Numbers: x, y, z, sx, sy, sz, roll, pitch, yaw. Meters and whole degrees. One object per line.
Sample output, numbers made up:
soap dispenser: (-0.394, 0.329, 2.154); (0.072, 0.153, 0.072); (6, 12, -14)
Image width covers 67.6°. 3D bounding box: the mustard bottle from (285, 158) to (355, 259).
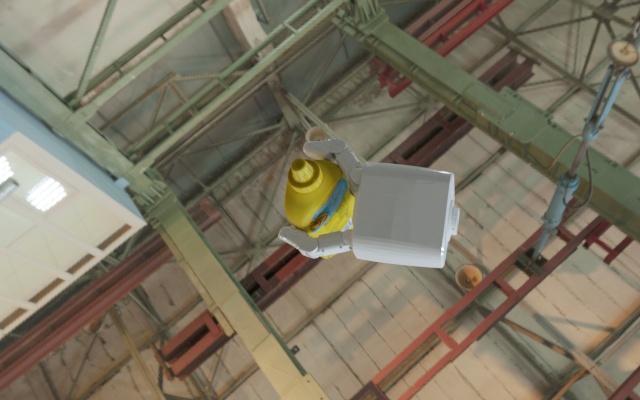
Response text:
mustard bottle: (0.000, 0.002, 0.623); (0.058, 0.096, 0.192); (31, -14, 27)
